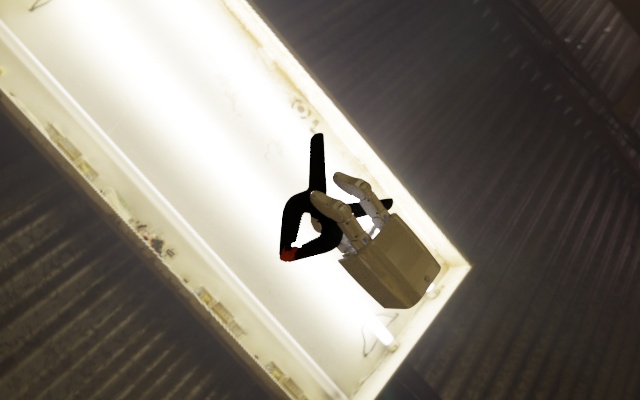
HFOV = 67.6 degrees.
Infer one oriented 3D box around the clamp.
[{"bbox_3d":[0.000,0.003,0.686,0.210,0.164,0.036,-43,1,-37],"label":"clamp"}]
